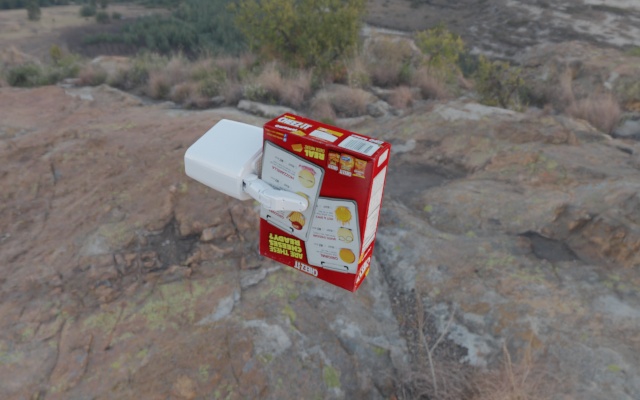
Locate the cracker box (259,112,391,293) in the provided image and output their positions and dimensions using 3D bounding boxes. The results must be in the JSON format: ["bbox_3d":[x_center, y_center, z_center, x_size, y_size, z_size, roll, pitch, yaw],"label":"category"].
[{"bbox_3d":[0.000,0.002,0.671,0.164,0.214,0.072,19,34,22],"label":"cracker box"}]
